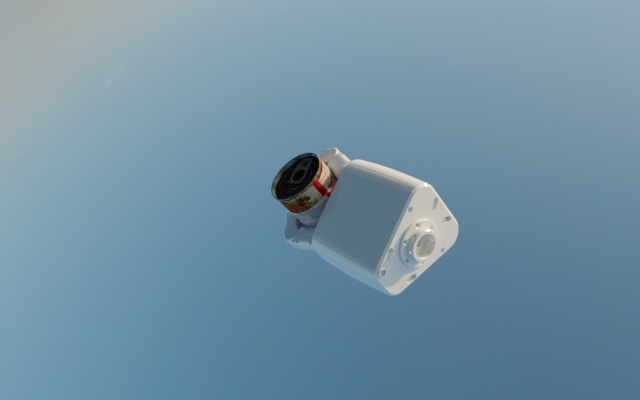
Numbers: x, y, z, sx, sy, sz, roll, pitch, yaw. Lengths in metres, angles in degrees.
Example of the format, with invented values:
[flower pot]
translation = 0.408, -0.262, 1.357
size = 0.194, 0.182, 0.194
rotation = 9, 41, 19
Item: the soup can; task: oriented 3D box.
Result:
[soup can]
translation = 0.000, 0.002, 0.563
size = 0.068, 0.068, 0.102
rotation = 0, -36, 44
